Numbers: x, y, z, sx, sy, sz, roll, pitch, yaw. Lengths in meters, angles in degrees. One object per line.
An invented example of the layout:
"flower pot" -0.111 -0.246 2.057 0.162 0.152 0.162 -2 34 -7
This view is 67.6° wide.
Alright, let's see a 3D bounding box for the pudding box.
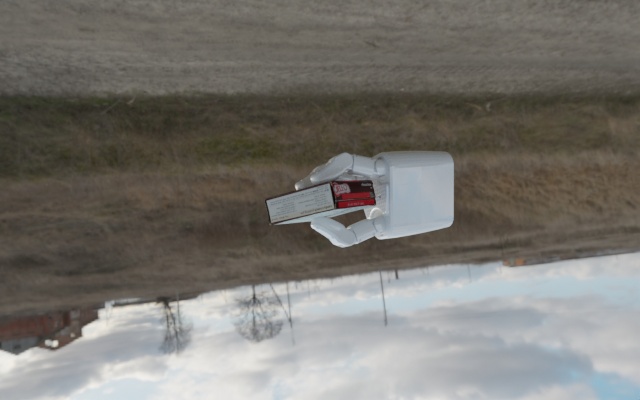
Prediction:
"pudding box" 0.000 0.002 0.606 0.113 0.039 0.090 -17 -9 37
